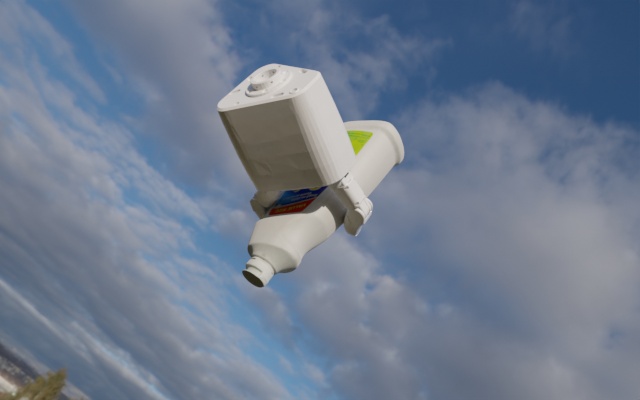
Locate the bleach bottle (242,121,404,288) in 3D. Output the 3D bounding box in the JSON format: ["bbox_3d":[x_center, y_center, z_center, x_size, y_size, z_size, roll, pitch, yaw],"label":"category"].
[{"bbox_3d":[0.000,0.002,0.570,0.102,0.068,0.250,7,46,39],"label":"bleach bottle"}]
